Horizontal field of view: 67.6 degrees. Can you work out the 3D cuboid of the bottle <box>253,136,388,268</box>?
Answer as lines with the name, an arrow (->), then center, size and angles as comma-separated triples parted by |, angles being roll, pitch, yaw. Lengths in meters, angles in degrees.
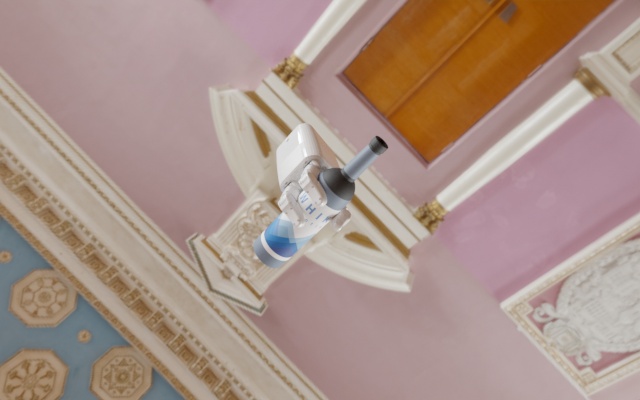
bottle -> 0.000, 0.003, 0.796 | 0.296, 0.069, 0.069 | -44, -23, 26
